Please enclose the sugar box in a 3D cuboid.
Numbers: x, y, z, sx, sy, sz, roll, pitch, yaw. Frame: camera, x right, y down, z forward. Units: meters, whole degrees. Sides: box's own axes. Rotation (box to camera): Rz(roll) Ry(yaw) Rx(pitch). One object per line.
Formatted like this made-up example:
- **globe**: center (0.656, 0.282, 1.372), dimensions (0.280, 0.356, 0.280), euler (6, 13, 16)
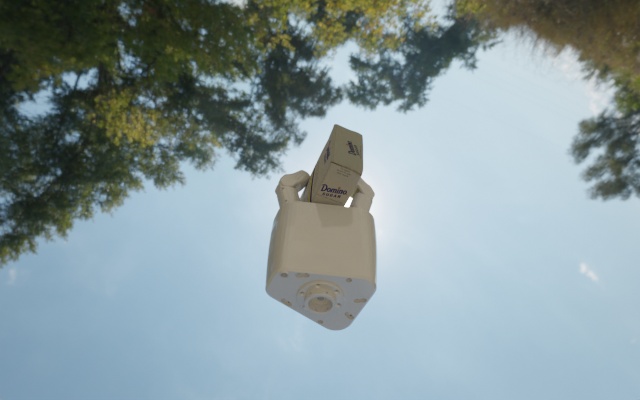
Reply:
- **sugar box**: center (0.001, 0.002, 0.603), dimensions (0.048, 0.176, 0.093), euler (22, 36, -11)
